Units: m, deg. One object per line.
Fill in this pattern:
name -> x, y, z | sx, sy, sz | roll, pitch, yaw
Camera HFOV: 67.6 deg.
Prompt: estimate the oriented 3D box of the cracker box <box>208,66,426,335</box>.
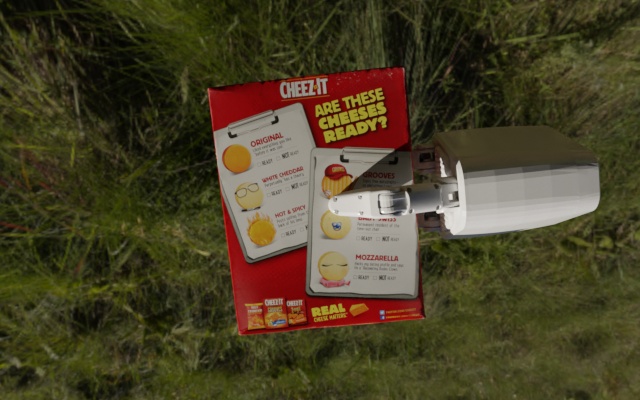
cracker box -> 0.000, 0.002, 0.428 | 0.164, 0.214, 0.072 | -6, 6, 2
